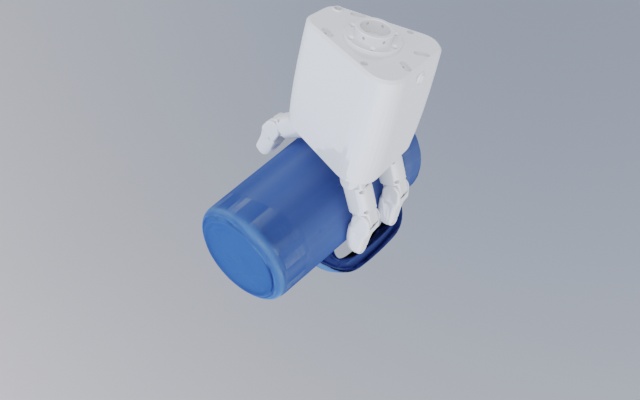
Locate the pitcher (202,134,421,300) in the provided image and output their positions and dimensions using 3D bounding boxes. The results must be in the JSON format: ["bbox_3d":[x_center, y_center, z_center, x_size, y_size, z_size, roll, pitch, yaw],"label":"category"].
[{"bbox_3d":[0.000,0.002,0.522,0.149,0.145,0.242,36,51,17],"label":"pitcher"}]
